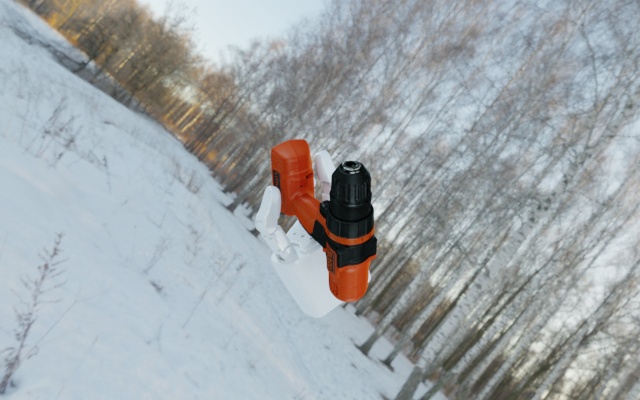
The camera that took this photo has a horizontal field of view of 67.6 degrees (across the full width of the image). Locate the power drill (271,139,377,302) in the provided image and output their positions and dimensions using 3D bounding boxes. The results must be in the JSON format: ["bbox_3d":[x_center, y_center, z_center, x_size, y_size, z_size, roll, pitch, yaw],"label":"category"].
[{"bbox_3d":[0.000,0.002,0.563,0.057,0.185,0.187,-15,40,-20],"label":"power drill"}]
